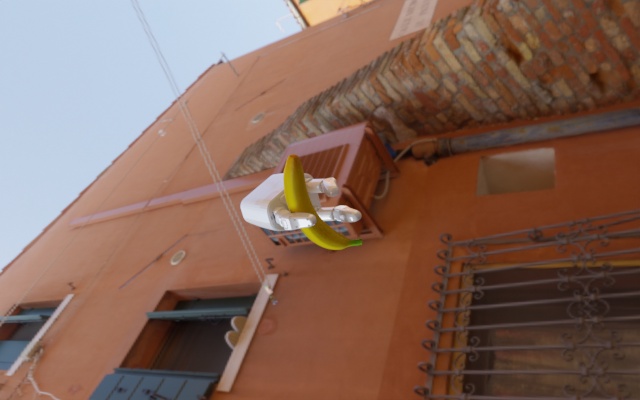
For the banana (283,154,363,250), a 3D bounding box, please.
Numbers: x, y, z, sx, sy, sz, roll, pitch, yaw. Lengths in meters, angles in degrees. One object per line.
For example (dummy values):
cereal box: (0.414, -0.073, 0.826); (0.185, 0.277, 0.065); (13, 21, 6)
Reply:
banana: (-0.012, 0.017, 0.777); (0.069, 0.198, 0.037); (-39, 23, -3)
